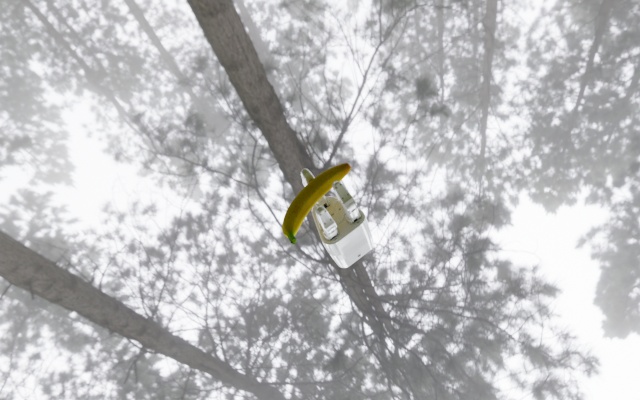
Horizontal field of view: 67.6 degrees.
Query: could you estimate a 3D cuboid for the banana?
[{"bbox_3d":[-0.016,0.001,0.889,0.069,0.197,0.037,16,-31,37],"label":"banana"}]
